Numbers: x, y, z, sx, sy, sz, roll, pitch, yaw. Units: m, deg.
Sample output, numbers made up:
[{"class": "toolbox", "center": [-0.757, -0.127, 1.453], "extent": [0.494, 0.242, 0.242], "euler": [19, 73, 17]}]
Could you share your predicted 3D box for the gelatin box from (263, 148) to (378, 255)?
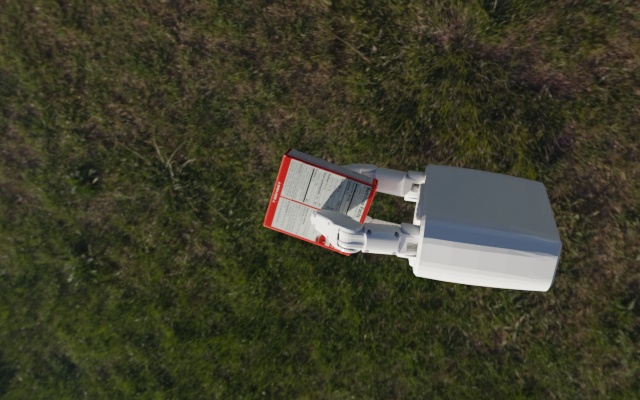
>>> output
[{"class": "gelatin box", "center": [0.000, 0.001, 0.442], "extent": [0.089, 0.073, 0.030], "euler": [19, 20, 2]}]
